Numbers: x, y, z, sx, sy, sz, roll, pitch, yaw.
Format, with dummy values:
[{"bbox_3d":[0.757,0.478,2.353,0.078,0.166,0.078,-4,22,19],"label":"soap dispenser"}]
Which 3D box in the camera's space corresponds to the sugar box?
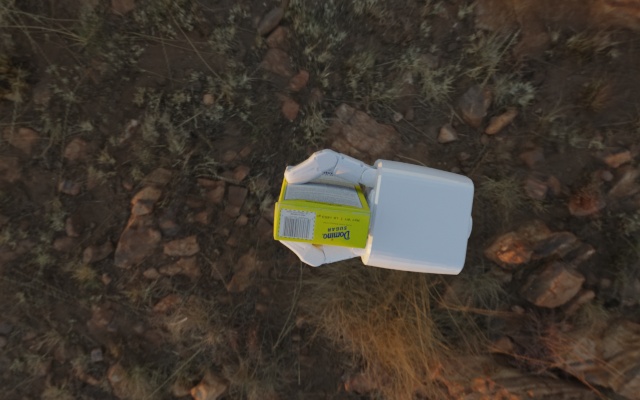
[{"bbox_3d":[0.000,0.002,0.542,0.093,0.048,0.176,7,13,-2],"label":"sugar box"}]
